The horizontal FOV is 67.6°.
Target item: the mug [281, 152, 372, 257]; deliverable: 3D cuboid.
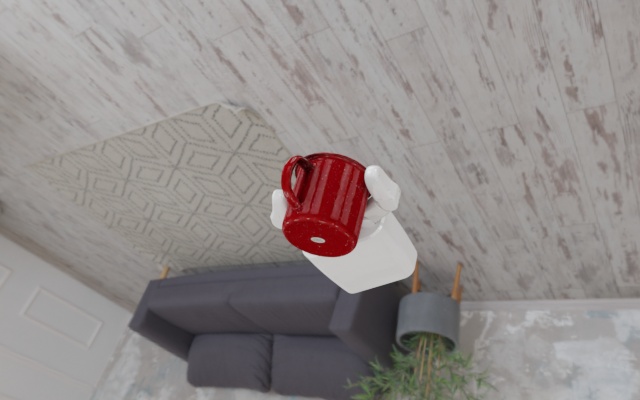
[{"bbox_3d":[-0.001,0.001,0.509,0.093,0.081,0.117,-12,-42,36],"label":"mug"}]
